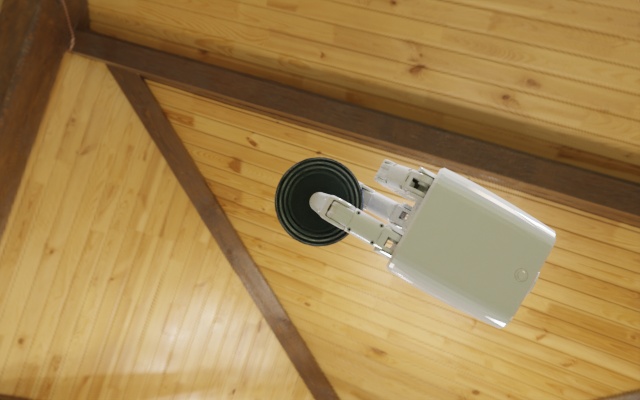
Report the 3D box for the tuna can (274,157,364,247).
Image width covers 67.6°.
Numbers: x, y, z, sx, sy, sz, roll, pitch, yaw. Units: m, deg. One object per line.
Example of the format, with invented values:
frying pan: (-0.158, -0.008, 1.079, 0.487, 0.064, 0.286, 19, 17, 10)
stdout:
tuna can: (0.000, 0.002, 0.471, 0.086, 0.086, 0.034, 0, -1, 8)
